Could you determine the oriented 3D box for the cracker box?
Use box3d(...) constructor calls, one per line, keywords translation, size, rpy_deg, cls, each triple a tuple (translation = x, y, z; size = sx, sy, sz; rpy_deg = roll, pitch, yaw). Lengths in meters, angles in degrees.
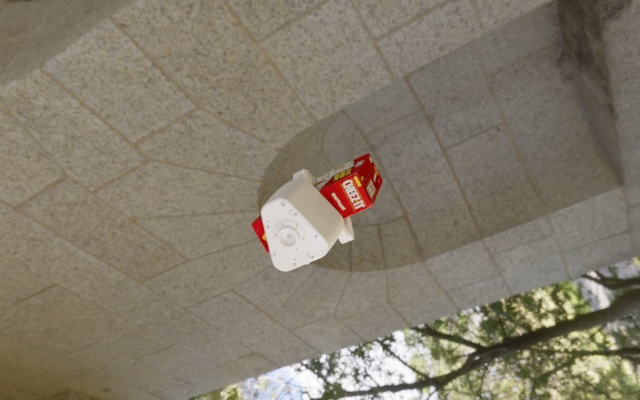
box3d(translation=(0.000, 0.003, 0.876), size=(0.214, 0.072, 0.164), rpy_deg=(-25, 10, 19), cls="cracker box")
